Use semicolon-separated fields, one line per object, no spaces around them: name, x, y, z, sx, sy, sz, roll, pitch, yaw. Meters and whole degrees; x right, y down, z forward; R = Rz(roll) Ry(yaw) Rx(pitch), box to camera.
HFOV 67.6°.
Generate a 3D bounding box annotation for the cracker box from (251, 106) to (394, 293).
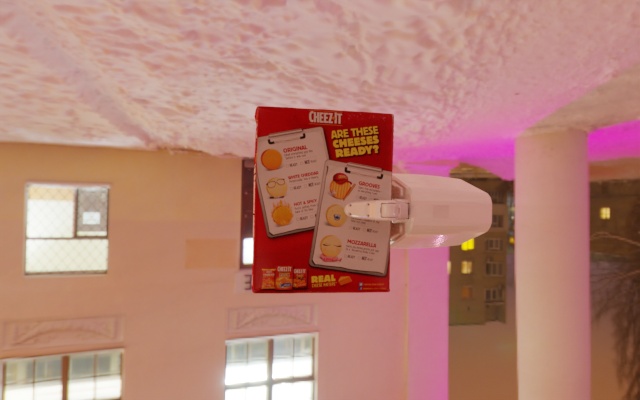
cracker box;0.000;0.002;0.580;0.164;0.213;0.072;1;-1;-11
